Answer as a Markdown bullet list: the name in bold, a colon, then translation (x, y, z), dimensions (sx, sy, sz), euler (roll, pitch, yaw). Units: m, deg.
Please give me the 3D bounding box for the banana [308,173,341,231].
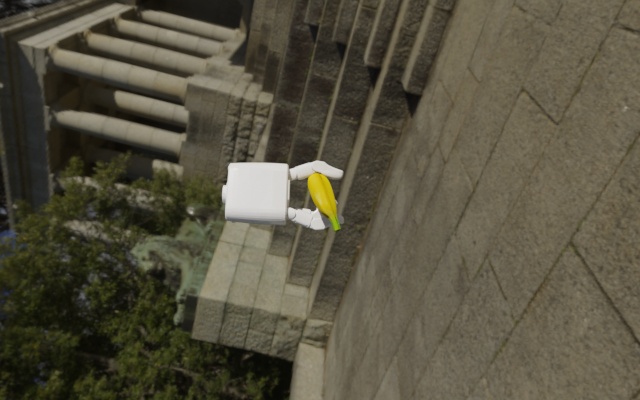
- **banana**: translation (-0.001, -0.013, 0.845), dimensions (0.037, 0.070, 0.197), euler (-8, 22, -5)
